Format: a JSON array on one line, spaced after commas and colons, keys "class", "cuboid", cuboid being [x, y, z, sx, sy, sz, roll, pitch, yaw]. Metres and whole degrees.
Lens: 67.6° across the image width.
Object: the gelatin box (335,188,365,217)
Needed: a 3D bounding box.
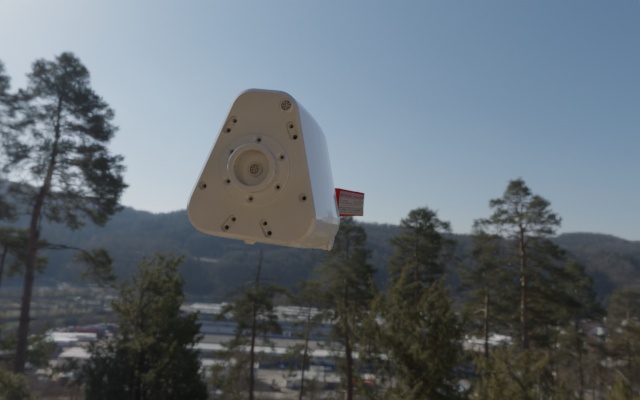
[{"class": "gelatin box", "cuboid": [0.000, 0.001, 0.517, 0.073, 0.030, 0.089, 4, 0, 22]}]
